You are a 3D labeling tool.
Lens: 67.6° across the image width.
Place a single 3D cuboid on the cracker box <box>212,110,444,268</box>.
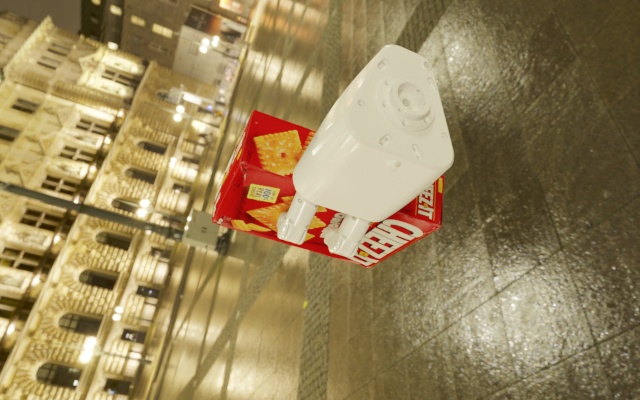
[{"bbox_3d":[0.000,0.002,0.529,0.214,0.072,0.164,18,-28,-16],"label":"cracker box"}]
